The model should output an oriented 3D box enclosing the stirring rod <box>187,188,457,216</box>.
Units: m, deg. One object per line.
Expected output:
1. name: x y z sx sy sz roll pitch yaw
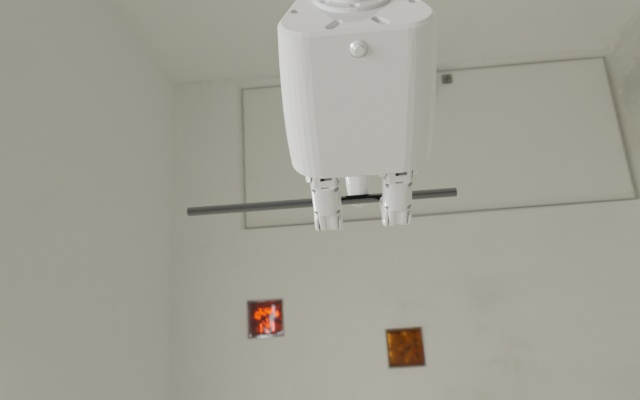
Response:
1. stirring rod: 0.000 0.001 0.428 0.239 0.011 0.011 -4 0 2
